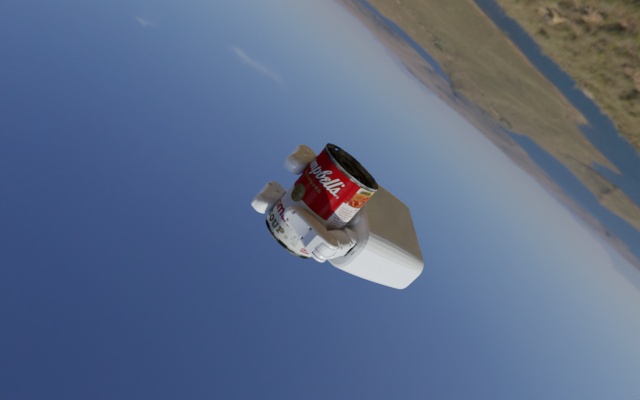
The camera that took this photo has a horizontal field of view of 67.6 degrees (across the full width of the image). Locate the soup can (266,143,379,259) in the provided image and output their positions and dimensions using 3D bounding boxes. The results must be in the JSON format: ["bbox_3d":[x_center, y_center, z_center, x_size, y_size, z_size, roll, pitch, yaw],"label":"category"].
[{"bbox_3d":[0.000,0.002,0.488,0.068,0.102,0.068,37,19,-15],"label":"soup can"}]
